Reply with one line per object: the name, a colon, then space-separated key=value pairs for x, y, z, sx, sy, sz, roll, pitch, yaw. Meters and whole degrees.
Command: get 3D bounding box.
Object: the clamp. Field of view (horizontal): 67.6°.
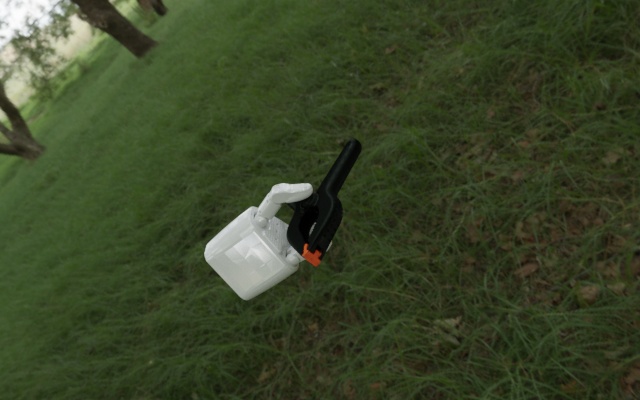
clamp: x=-0.001 y=0.002 z=0.687 sx=0.164 sy=0.209 sz=0.036 roll=-37 pitch=-60 yaw=22
